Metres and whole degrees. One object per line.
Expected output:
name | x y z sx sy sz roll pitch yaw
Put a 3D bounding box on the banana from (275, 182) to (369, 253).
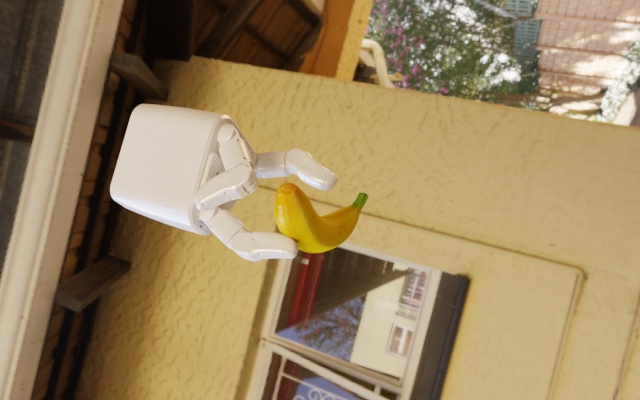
banana | -0.002 0.020 0.476 0.037 0.069 0.198 14 4 22
